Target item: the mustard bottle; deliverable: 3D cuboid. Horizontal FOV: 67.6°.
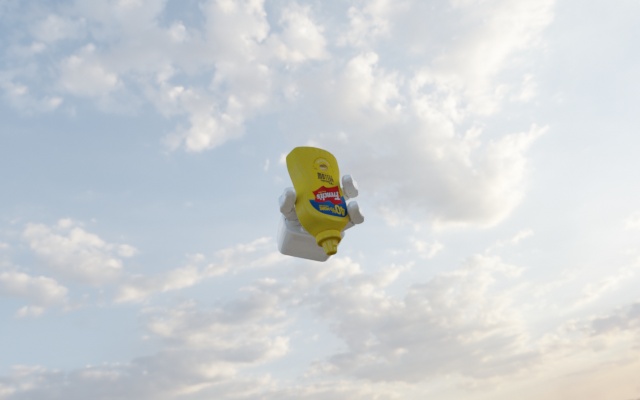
[{"bbox_3d":[0.000,0.002,0.802,0.096,0.191,0.058,12,-36,-37],"label":"mustard bottle"}]
